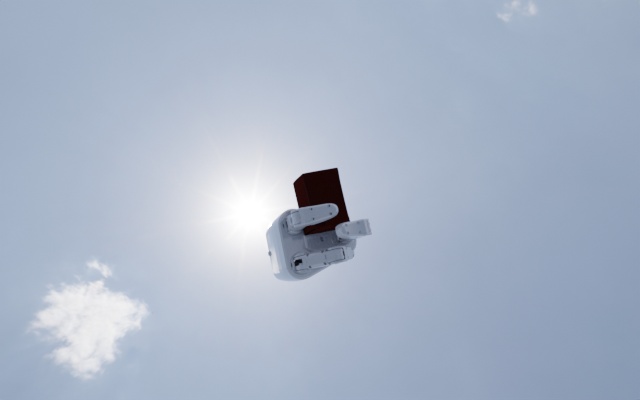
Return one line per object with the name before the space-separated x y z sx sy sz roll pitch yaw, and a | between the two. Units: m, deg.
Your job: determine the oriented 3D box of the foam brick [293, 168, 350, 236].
foam brick | 0.000 0.002 0.645 0.053 0.078 0.051 -9 -9 -20
